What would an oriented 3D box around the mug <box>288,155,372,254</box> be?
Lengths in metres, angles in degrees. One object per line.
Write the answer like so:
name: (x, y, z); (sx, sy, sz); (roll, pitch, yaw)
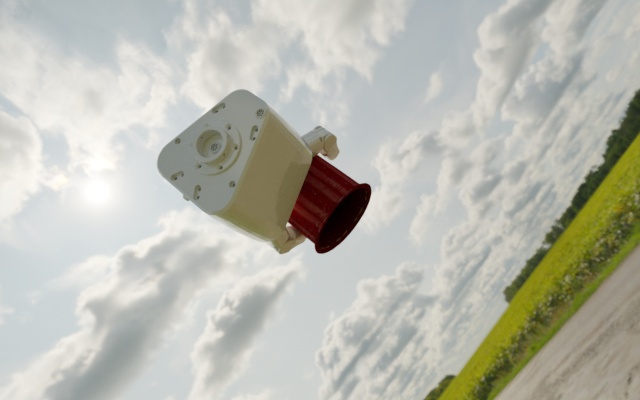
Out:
mug: (0.000, 0.002, 0.544); (0.081, 0.093, 0.117); (37, -2, 23)
